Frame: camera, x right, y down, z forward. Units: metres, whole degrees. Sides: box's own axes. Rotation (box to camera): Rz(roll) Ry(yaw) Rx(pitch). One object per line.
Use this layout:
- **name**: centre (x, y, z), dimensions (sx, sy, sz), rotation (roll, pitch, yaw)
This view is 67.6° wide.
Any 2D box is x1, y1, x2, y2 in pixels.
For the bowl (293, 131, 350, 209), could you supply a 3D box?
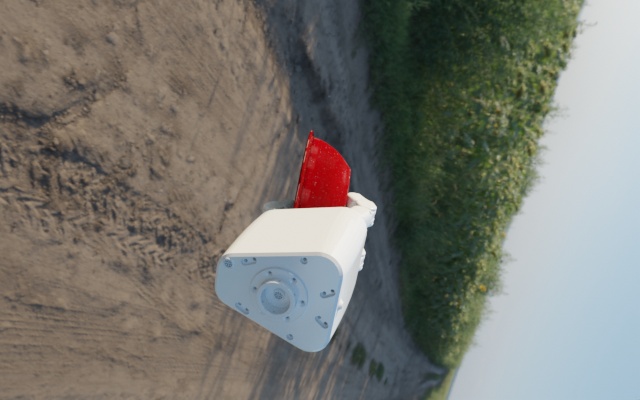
- **bowl**: centre (0.001, 0.001, 0.567), dimensions (0.055, 0.162, 0.162), rotation (10, 0, -1)
